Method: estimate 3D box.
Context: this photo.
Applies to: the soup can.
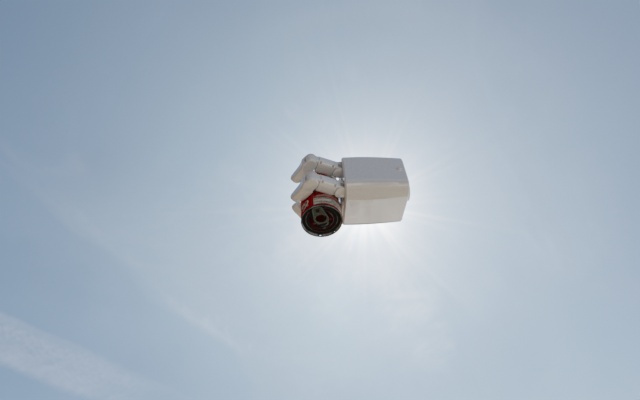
[{"bbox_3d":[0.000,0.003,0.807,0.068,0.069,0.102,0,39,-3],"label":"soup can"}]
